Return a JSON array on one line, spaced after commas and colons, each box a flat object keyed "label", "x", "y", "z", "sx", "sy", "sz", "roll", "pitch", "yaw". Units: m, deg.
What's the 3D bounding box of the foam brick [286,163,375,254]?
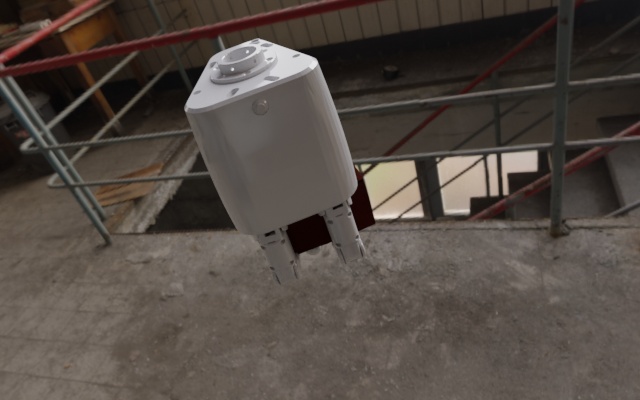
[{"label": "foam brick", "x": 0.000, "y": 0.001, "z": 0.413, "sx": 0.078, "sy": 0.051, "sz": 0.053, "roll": -22, "pitch": 36, "yaw": -4}]
